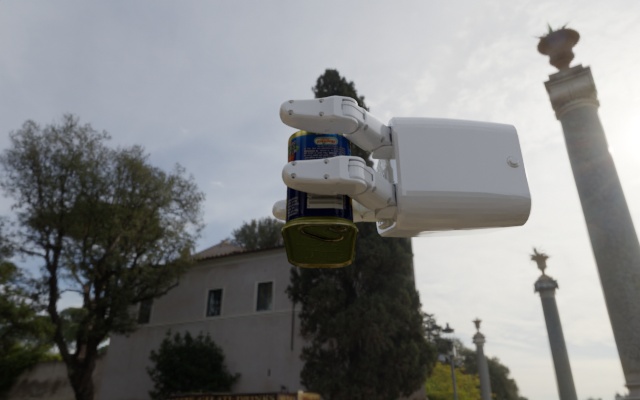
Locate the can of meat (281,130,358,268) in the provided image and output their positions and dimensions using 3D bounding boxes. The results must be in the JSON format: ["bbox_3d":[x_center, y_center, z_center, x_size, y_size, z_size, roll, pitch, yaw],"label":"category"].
[{"bbox_3d":[0.000,0.001,0.401,0.057,0.084,0.102,0,-26,1],"label":"can of meat"}]
